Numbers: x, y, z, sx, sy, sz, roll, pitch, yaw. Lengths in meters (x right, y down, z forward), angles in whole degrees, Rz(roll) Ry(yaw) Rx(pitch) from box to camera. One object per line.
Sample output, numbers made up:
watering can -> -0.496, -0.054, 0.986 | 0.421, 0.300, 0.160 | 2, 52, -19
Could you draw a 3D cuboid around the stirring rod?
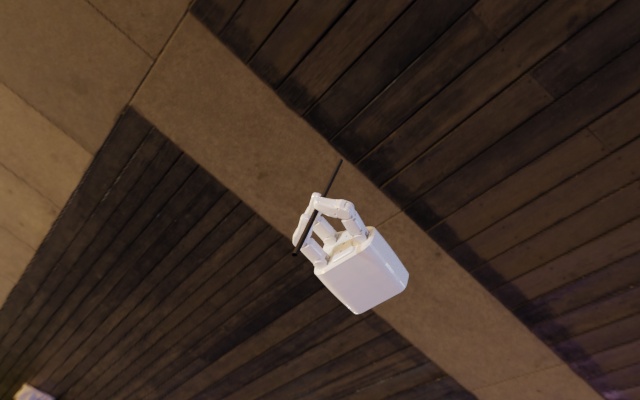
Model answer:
stirring rod -> 0.000, 0.002, 0.732 | 0.011, 0.011, 0.239 | 0, 36, 21
